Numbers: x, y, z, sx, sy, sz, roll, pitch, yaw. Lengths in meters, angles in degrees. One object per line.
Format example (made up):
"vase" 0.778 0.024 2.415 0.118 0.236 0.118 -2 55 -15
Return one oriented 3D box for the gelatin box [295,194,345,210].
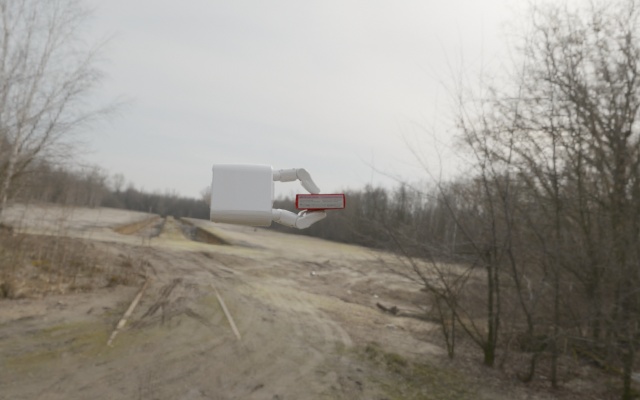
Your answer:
"gelatin box" 0.000 0.002 0.878 0.089 0.030 0.073 -2 -1 1
